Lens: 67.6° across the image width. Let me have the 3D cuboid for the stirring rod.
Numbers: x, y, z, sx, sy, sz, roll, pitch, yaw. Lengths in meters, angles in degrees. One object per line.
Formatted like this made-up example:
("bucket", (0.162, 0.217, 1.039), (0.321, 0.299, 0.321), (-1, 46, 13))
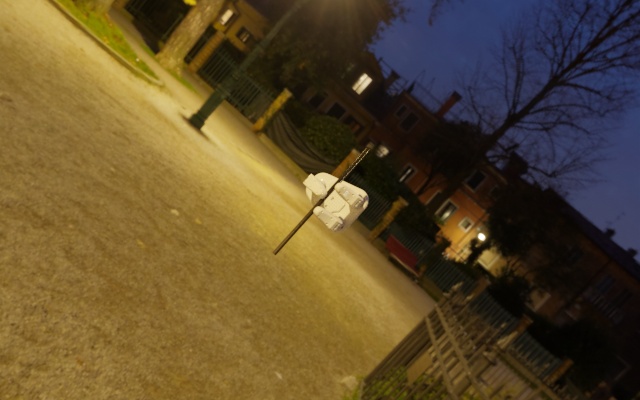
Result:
("stirring rod", (0.000, 0.003, 0.813), (0.011, 0.239, 0.011), (42, 5, -4))
